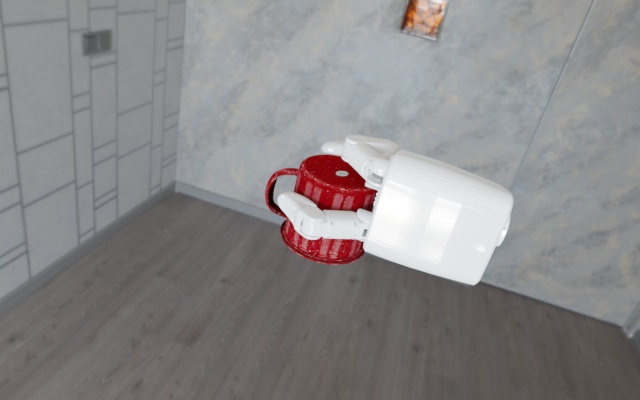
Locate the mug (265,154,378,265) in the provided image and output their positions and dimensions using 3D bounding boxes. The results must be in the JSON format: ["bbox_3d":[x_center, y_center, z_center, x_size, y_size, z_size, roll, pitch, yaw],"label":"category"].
[{"bbox_3d":[-0.001,0.001,0.488,0.117,0.081,0.093,18,28,8],"label":"mug"}]
